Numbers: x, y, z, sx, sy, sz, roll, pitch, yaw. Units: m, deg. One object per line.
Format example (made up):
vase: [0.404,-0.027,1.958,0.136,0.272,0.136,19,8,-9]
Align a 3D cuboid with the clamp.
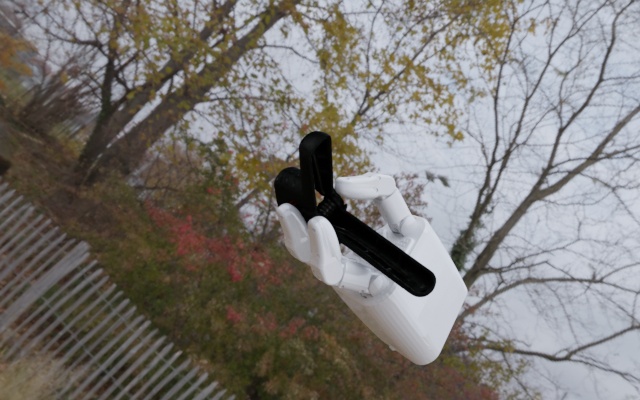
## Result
clamp: [0.001,0.001,0.443,0.036,0.165,0.210,-43,26,-16]
